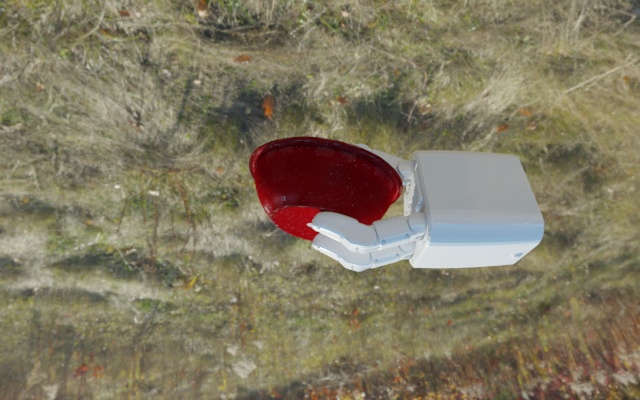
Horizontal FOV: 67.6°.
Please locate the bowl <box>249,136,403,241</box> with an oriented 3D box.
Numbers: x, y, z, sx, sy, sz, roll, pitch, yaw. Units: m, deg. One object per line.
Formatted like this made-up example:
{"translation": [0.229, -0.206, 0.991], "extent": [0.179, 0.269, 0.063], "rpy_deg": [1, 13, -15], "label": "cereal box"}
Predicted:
{"translation": [-0.001, 0.002, 0.487], "extent": [0.162, 0.055, 0.162], "rpy_deg": [9, -25, 4], "label": "bowl"}
